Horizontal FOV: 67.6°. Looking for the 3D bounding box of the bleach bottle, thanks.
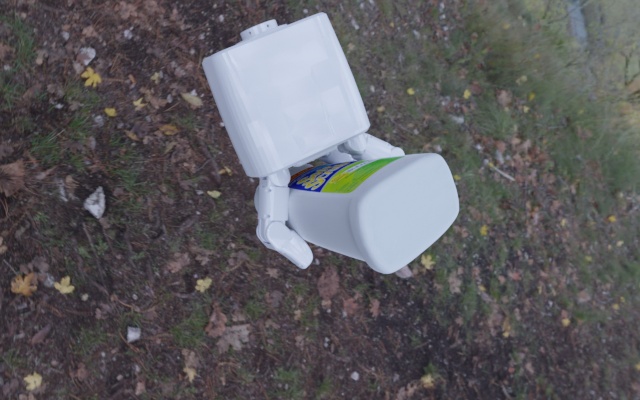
[{"bbox_3d":[0.000,0.001,0.449,0.102,0.068,0.251,-32,19,-29],"label":"bleach bottle"}]
